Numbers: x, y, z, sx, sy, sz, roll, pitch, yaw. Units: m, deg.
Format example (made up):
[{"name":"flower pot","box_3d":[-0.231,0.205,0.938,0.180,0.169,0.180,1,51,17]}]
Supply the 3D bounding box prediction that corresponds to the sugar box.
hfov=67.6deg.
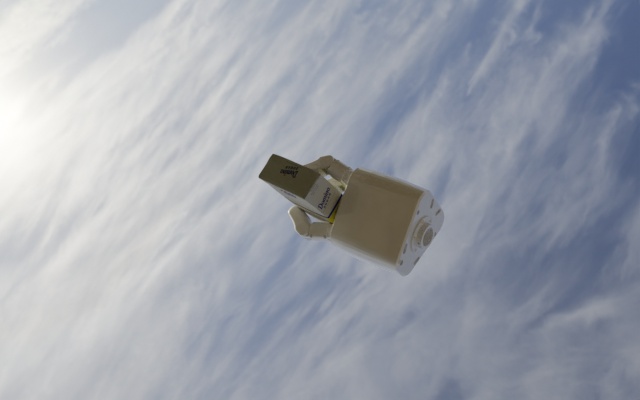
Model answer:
[{"name":"sugar box","box_3d":[0.001,0.002,0.677,0.093,0.048,0.176,25,-12,38]}]
